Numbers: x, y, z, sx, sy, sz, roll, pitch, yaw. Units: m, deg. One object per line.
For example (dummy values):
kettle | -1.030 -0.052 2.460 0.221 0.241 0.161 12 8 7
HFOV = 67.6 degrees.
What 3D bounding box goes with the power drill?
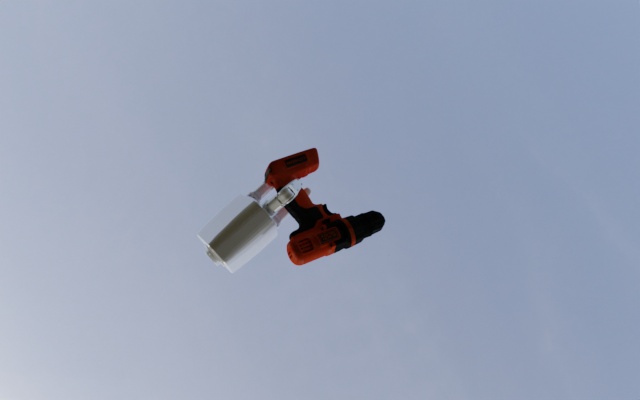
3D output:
power drill | 0.000 0.002 0.824 0.184 0.187 0.057 -20 -21 -25
